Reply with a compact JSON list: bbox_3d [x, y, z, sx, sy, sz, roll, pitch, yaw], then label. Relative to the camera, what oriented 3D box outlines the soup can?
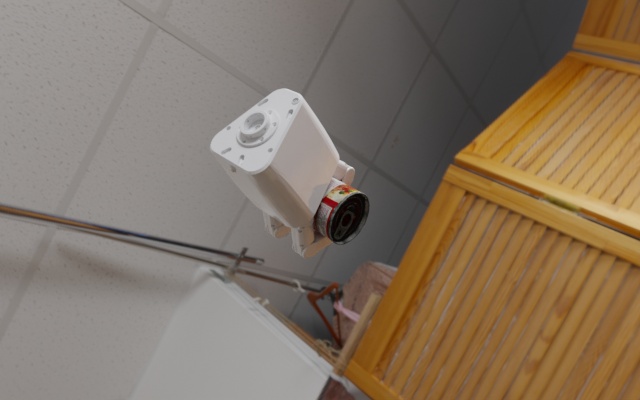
[{"bbox_3d":[0.000,0.002,0.590,0.102,0.068,0.068,30,19,37],"label":"soup can"}]
